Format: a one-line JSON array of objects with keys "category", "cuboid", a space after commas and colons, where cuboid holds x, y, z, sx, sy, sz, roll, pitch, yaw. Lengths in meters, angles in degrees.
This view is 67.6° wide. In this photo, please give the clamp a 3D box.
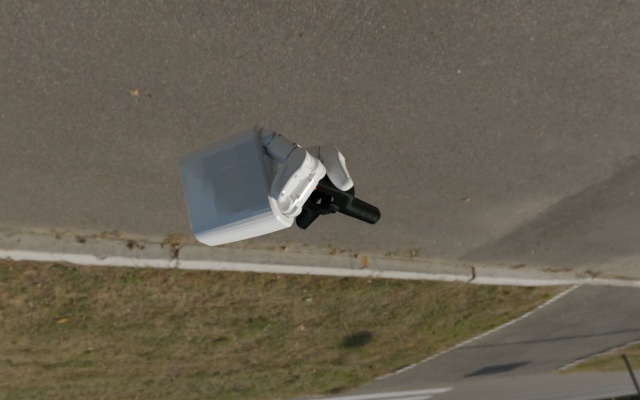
[{"category": "clamp", "cuboid": [0.000, 0.003, 0.619, 0.120, 0.039, 0.171, -14, -28, 18]}]
